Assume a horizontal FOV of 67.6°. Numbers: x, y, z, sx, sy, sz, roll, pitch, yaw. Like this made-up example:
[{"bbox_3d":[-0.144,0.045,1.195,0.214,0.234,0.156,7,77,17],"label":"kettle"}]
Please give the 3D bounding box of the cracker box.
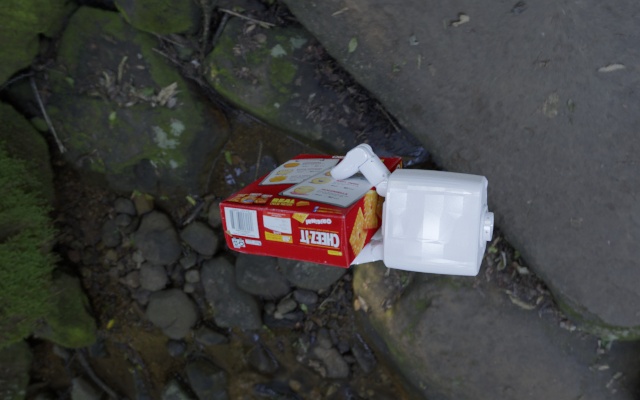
[{"bbox_3d":[0.000,0.002,0.625,0.164,0.072,0.213,5,23,25],"label":"cracker box"}]
